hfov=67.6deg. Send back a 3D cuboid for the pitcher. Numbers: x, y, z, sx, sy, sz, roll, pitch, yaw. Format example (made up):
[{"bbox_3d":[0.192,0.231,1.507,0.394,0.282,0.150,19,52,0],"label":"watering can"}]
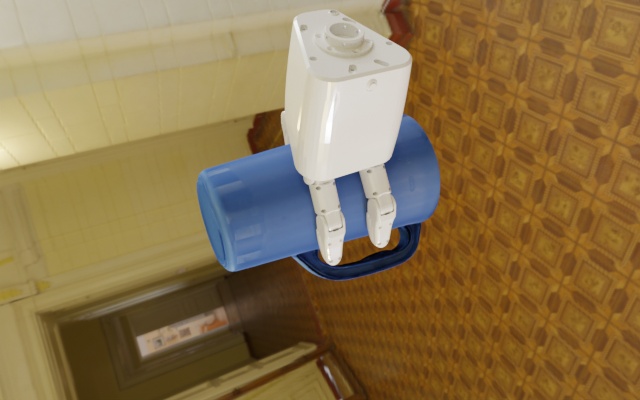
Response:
[{"bbox_3d":[0.000,0.002,0.523,0.243,0.149,0.145,-17,-38,-21],"label":"pitcher"}]
